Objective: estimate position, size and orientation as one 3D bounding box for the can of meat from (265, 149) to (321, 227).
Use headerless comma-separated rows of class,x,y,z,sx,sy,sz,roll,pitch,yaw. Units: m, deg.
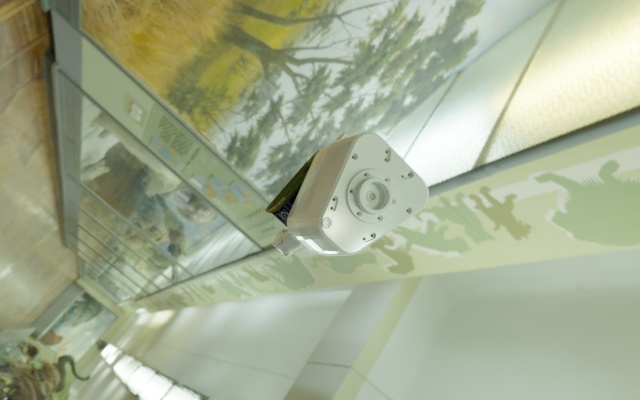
can of meat,0.000,0.002,0.571,0.084,0.102,0.057,43,-18,-11
